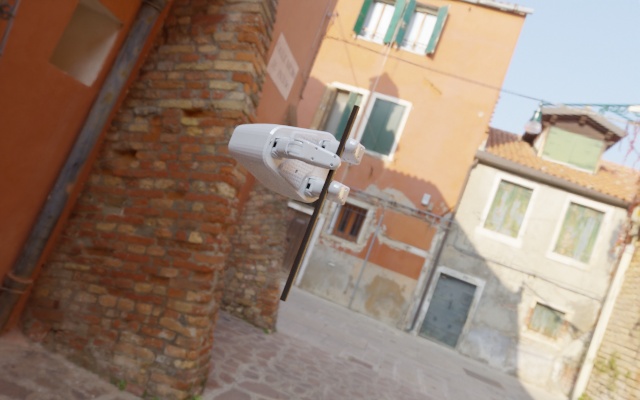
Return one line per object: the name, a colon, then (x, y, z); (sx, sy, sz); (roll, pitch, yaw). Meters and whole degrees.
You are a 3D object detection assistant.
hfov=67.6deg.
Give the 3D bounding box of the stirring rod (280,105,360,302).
stirring rod: (0.000, 0.002, 0.552); (0.011, 0.239, 0.011); (21, -4, 1)
